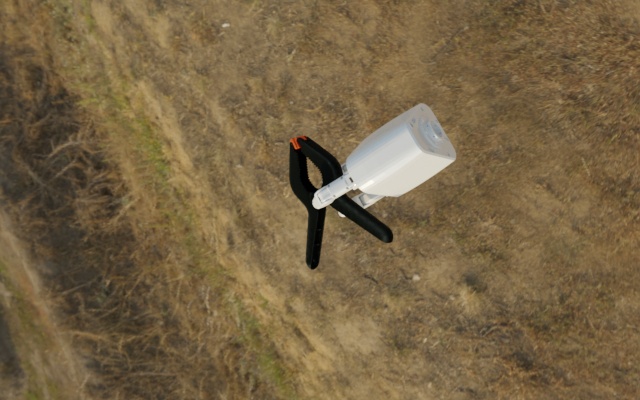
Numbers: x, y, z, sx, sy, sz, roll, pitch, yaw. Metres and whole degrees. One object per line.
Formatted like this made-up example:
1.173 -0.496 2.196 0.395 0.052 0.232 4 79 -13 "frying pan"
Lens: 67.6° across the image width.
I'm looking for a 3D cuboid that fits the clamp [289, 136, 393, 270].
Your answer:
0.000 0.002 0.740 0.164 0.210 0.036 -33 -6 34 "clamp"
